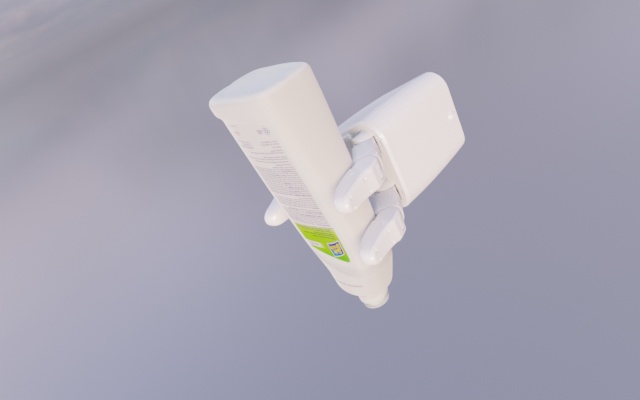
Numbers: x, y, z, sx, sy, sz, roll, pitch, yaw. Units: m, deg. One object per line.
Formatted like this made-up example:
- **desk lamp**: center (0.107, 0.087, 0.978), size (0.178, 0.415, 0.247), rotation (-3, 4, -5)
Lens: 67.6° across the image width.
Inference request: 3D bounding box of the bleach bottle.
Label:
- **bleach bottle**: center (0.000, 0.001, 0.444), size (0.068, 0.251, 0.102), rotation (-42, 30, -25)
